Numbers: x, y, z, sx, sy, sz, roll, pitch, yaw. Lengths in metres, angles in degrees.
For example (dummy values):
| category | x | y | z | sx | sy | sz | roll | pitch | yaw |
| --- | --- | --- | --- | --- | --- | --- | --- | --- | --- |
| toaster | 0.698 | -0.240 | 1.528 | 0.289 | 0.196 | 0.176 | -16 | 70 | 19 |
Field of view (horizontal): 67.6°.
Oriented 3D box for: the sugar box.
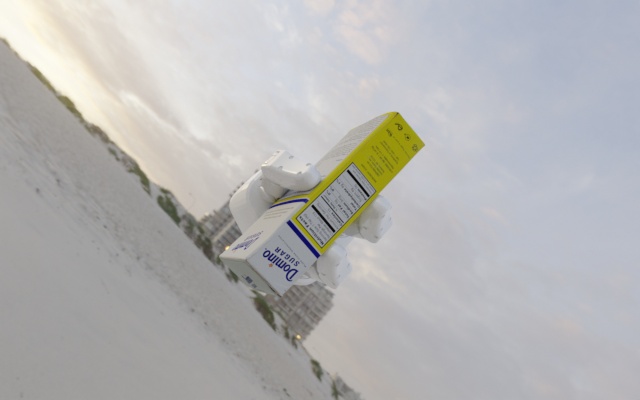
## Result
| category | x | y | z | sx | sy | sz | roll | pitch | yaw |
| --- | --- | --- | --- | --- | --- | --- | --- | --- | --- |
| sugar box | 0.000 | 0.002 | 0.402 | 0.176 | 0.048 | 0.093 | -47 | 14 | -19 |
